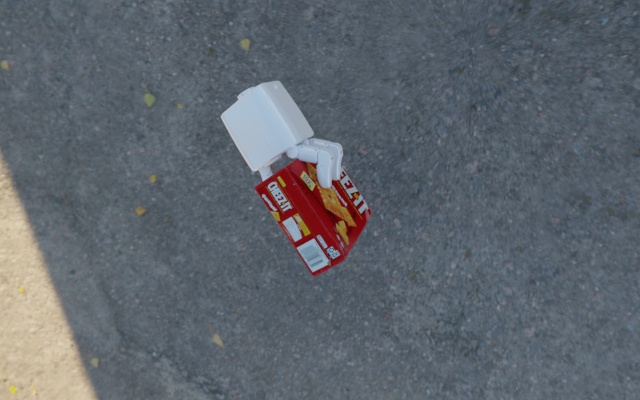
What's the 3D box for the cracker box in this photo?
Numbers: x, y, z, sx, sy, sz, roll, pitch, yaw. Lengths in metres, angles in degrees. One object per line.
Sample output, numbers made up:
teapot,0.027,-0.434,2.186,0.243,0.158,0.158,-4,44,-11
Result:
cracker box,0.000,0.003,0.788,0.072,0.164,0.213,-31,6,24
